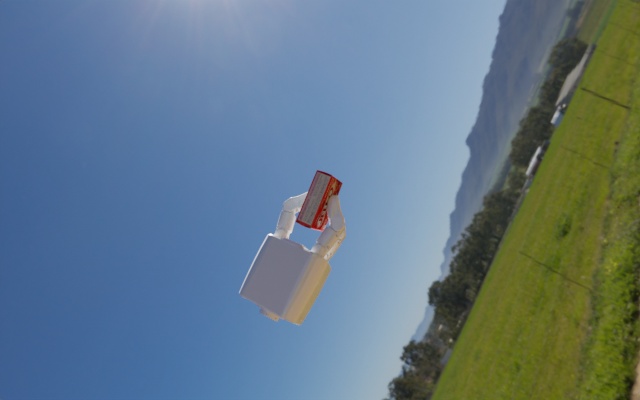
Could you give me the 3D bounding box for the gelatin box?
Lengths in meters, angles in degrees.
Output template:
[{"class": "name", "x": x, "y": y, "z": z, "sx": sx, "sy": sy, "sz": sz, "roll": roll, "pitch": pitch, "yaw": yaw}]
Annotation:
[{"class": "gelatin box", "x": 0.000, "y": 0.002, "z": 0.757, "sx": 0.030, "sy": 0.089, "sz": 0.073, "roll": 21, "pitch": -1, "yaw": 17}]
